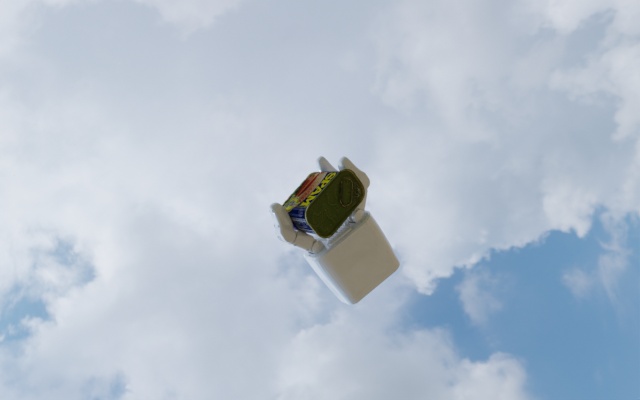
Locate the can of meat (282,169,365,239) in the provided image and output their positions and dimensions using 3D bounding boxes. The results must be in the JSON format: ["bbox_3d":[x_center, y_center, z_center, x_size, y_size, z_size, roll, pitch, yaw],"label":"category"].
[{"bbox_3d":[0.000,0.002,0.687,0.102,0.057,0.084,-48,25,-21],"label":"can of meat"}]
